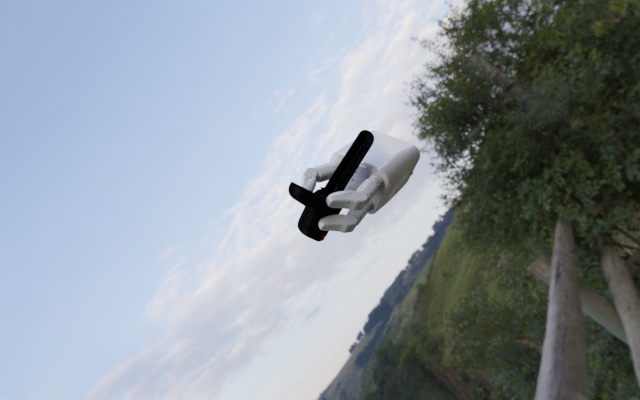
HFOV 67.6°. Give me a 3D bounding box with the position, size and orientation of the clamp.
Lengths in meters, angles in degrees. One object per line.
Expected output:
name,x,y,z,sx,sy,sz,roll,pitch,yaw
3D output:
clamp,0.000,0.002,0.723,0.036,0.210,0.164,41,51,20
